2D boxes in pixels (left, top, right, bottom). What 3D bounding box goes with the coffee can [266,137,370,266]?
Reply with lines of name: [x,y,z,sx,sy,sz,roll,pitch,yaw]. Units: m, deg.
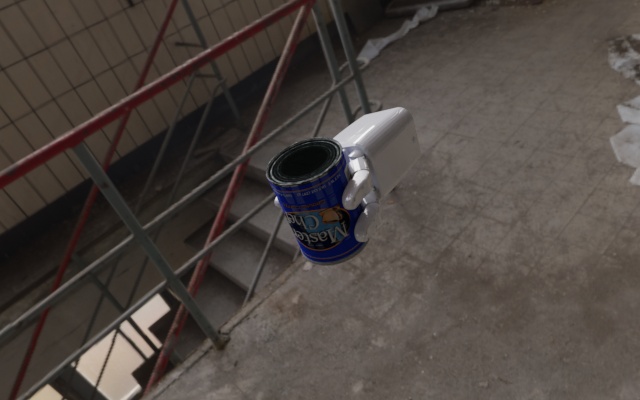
coffee can: [0.000,0.002,0.637,0.103,0.140,0.102,-14,35,11]
